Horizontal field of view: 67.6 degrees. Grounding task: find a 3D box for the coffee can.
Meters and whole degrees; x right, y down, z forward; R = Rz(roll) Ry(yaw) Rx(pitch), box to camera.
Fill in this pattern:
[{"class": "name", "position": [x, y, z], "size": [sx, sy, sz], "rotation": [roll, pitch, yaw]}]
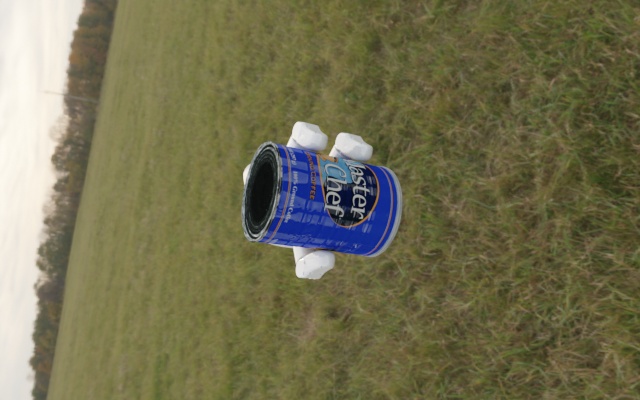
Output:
[{"class": "coffee can", "position": [0.000, 0.002, 0.506], "size": [0.140, 0.103, 0.103], "rotation": [10, -5, -26]}]
